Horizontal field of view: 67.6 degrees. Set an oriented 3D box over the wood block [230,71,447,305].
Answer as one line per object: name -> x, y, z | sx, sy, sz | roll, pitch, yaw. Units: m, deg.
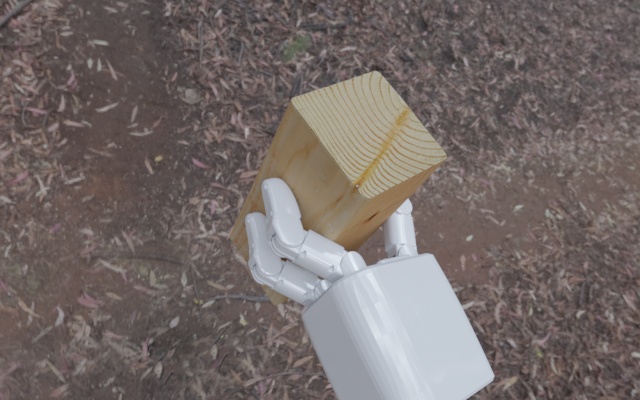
wood block -> 0.001, 0.001, 0.413 | 0.091, 0.090, 0.206 | -26, -17, -34
